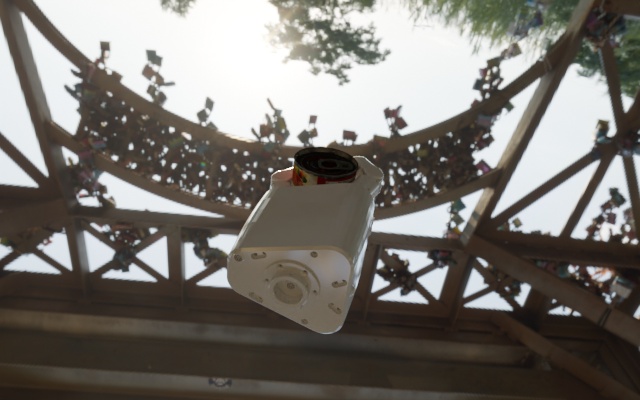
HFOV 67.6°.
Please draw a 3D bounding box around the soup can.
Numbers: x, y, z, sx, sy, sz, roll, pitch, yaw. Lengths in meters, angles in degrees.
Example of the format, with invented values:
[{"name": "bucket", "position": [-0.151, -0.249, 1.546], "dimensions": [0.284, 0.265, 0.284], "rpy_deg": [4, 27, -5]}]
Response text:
[{"name": "soup can", "position": [0.000, 0.002, 0.522], "dimensions": [0.068, 0.102, 0.068], "rpy_deg": [6, 30, -3]}]
